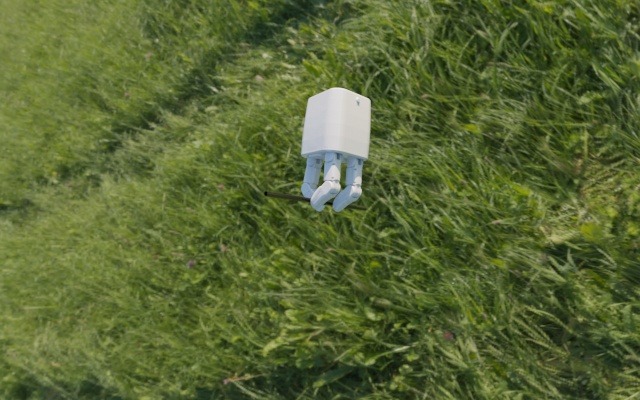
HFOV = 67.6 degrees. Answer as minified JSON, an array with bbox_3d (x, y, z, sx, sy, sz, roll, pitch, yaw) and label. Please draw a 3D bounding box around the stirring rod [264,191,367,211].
[{"bbox_3d":[0.000,0.003,0.814,0.011,0.011,0.239,0,-6,44],"label":"stirring rod"}]
